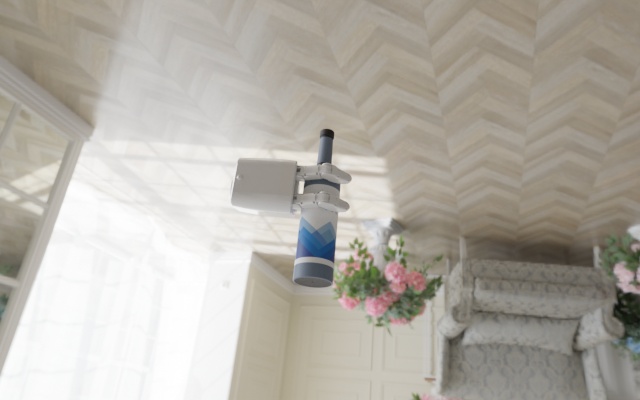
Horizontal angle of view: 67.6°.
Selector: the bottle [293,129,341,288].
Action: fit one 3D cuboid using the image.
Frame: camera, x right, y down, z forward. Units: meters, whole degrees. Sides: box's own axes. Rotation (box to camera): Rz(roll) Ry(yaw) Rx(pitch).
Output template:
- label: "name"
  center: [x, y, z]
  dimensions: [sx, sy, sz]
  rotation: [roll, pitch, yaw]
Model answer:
- label: "bottle"
  center: [0.000, 0.003, 0.850]
  dimensions: [0.069, 0.295, 0.069]
  rotation: [5, -25, 2]
